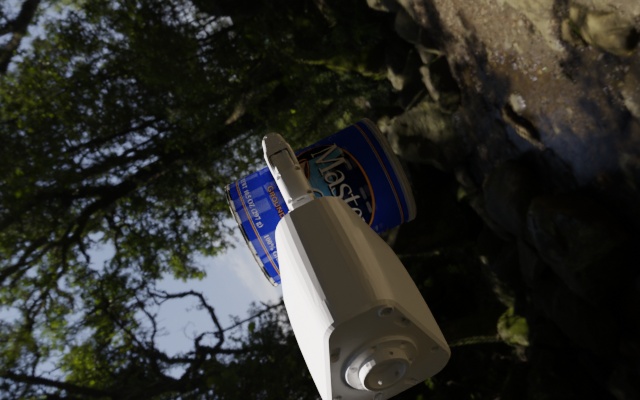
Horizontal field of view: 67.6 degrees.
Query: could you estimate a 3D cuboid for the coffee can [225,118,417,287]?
[{"bbox_3d":[0.000,0.001,0.433,0.140,0.103,0.103,-26,1,-2],"label":"coffee can"}]
